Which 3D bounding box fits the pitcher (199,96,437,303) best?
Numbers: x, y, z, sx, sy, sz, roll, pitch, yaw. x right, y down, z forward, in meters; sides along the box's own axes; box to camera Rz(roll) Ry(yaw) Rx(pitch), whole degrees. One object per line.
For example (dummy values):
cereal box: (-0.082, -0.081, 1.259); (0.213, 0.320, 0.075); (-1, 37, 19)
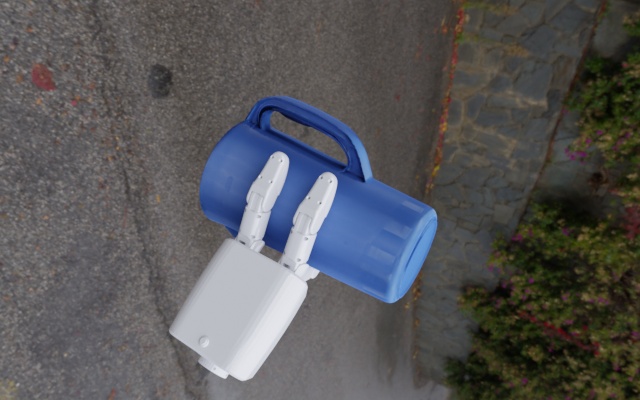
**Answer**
pitcher: (0.000, 0.002, 0.524); (0.243, 0.145, 0.149); (25, -20, 21)
